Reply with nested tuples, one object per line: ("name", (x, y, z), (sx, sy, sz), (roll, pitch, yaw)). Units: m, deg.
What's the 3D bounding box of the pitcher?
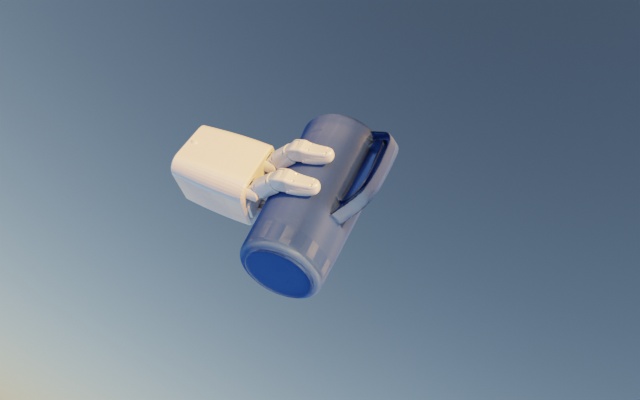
("pitcher", (0.000, 0.002, 0.632), (0.145, 0.242, 0.149), (20, -39, 8))
